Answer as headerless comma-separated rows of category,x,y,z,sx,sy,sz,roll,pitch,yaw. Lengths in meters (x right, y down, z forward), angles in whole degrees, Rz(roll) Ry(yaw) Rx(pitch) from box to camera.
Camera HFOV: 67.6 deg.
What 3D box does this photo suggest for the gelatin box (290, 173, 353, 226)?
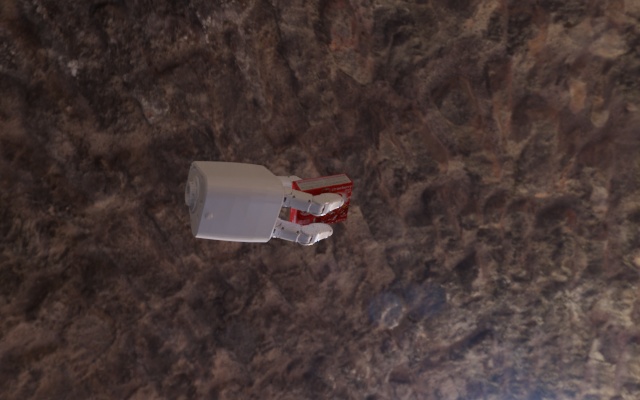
gelatin box,0.000,0.002,0.711,0.089,0.073,0.030,-10,40,-23
